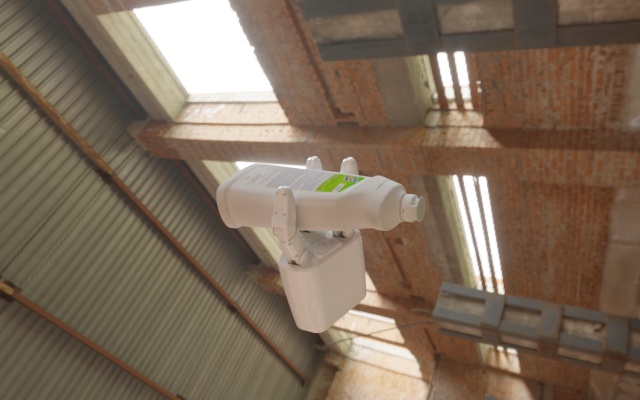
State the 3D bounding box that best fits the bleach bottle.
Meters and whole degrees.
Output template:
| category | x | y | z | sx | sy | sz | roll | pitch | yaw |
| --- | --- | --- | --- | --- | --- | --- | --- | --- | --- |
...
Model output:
| category | x | y | z | sx | sy | sz | roll | pitch | yaw |
| --- | --- | --- | --- | --- | --- | --- | --- | --- | --- |
| bleach bottle | 0.000 | 0.002 | 0.586 | 0.251 | 0.068 | 0.102 | 6 | 32 | 30 |
